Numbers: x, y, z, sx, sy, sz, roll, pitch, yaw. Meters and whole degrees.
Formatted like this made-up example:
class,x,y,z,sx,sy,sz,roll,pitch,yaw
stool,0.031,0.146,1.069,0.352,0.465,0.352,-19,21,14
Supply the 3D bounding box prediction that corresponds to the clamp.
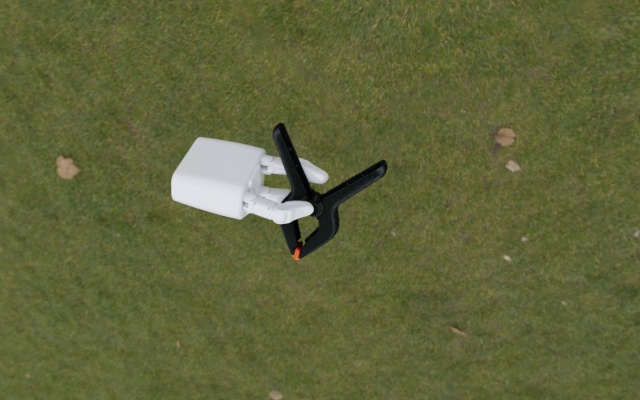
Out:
class,x,y,z,sx,sy,sz,roll,pitch,yaw
clamp,0.000,0.003,0.696,0.164,0.210,0.036,15,31,9
